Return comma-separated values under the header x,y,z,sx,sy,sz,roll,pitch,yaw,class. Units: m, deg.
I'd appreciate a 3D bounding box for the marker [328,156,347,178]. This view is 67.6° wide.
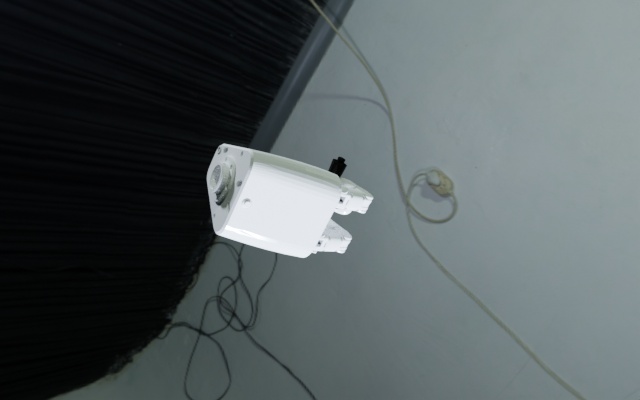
x,y,z,sx,sy,sz,roll,pitch,yaw,class
0.000,0.002,0.584,0.020,0.121,0.020,24,14,-7,marker
